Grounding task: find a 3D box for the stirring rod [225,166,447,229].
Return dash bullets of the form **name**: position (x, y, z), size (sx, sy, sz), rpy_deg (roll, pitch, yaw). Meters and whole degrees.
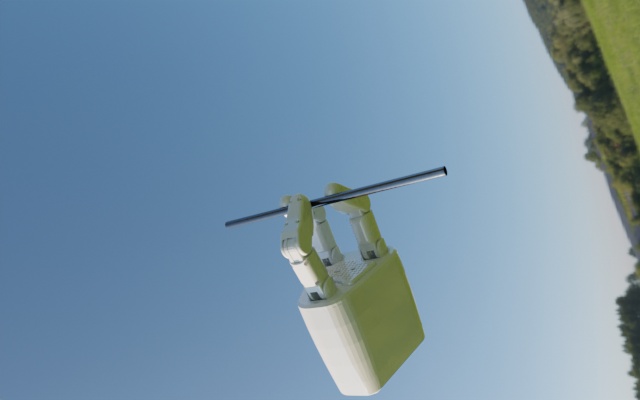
- **stirring rod**: position (0.000, 0.001, 0.440), size (0.239, 0.011, 0.011), rpy_deg (-14, -8, 33)
